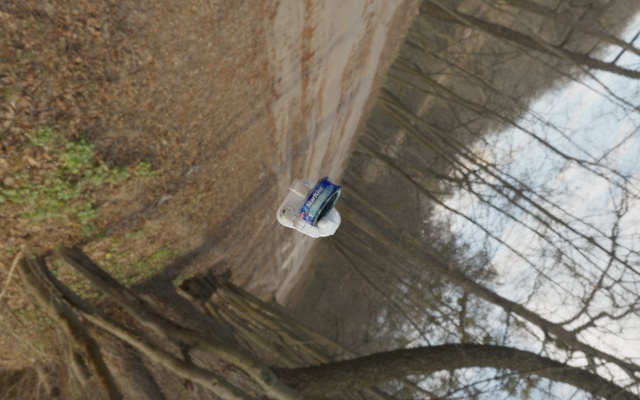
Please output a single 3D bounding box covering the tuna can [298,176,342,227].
[{"bbox_3d":[0.001,0.003,0.817,0.033,0.086,0.086,36,8,11],"label":"tuna can"}]
